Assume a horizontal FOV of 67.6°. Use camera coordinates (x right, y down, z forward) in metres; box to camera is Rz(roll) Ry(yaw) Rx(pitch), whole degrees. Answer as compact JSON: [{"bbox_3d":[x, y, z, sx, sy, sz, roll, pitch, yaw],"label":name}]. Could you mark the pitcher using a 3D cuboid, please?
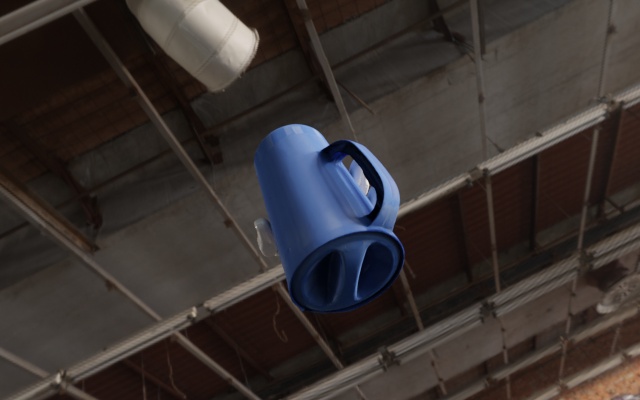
[{"bbox_3d":[0.000,0.002,0.592,0.149,0.145,0.242,-23,45,-4],"label":"pitcher"}]
